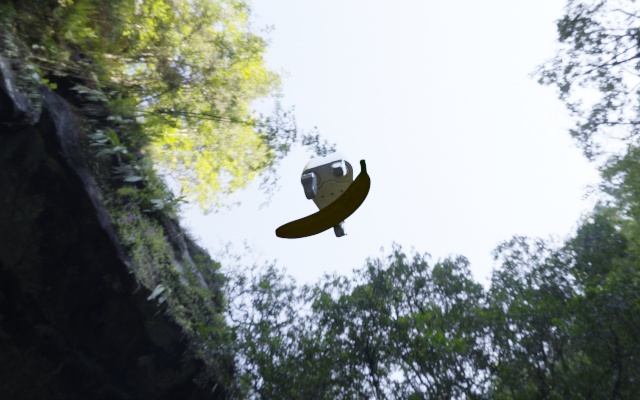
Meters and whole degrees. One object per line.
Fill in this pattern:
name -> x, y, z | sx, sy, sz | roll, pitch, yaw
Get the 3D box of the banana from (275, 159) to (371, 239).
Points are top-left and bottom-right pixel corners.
banana -> 0.015, 0.013, 0.792 | 0.198, 0.070, 0.037 | -40, 20, 13
